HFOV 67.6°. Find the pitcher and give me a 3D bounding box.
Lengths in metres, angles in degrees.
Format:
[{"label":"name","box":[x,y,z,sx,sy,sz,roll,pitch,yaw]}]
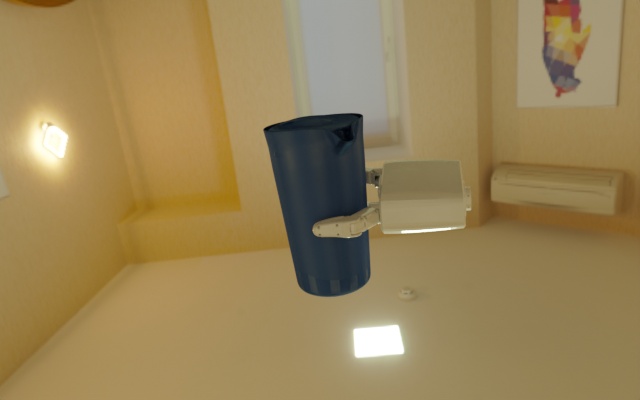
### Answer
[{"label":"pitcher","box":[0.000,0.002,0.671,0.145,0.243,0.149,-3,17,14]}]
